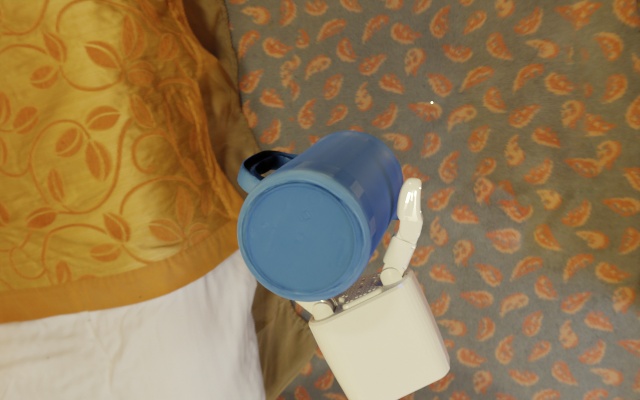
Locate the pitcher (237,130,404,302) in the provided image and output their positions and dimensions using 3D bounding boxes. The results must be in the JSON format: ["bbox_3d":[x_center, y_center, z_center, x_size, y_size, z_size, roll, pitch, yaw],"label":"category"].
[{"bbox_3d":[0.000,0.002,0.476,0.149,0.145,0.242,-22,6,16],"label":"pitcher"}]
